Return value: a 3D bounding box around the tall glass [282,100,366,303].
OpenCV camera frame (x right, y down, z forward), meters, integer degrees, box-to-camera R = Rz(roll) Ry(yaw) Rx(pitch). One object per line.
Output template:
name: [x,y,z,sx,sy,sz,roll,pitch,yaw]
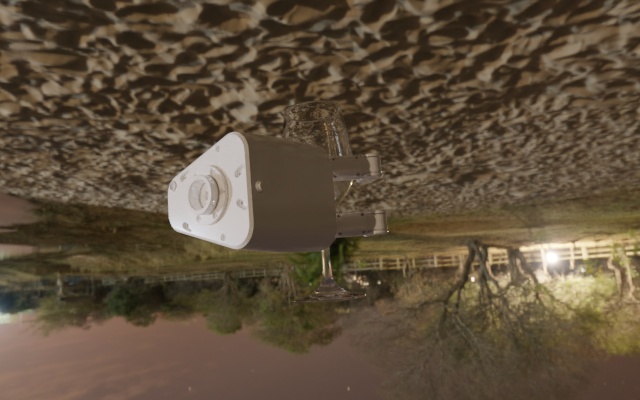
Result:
tall glass: [0.000,0.002,0.498,0.079,0.201,0.079,-5,-8,-1]
